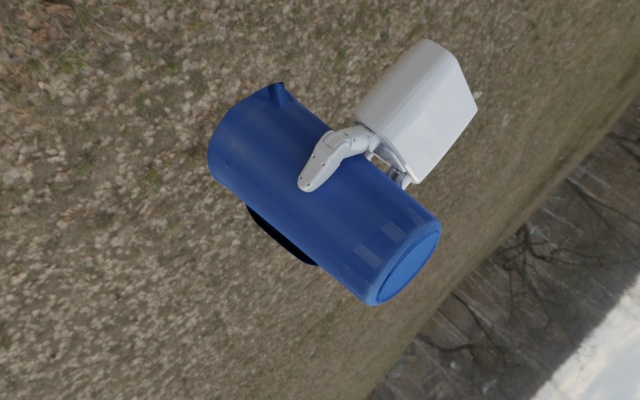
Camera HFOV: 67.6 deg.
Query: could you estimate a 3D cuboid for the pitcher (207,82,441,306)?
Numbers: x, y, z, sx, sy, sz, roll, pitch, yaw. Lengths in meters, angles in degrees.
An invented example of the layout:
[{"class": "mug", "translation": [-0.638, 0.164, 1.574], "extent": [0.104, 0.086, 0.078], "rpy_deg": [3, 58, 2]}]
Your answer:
[{"class": "pitcher", "translation": [0.000, 0.002, 0.515], "extent": [0.242, 0.145, 0.149], "rpy_deg": [41, -1, 25]}]
